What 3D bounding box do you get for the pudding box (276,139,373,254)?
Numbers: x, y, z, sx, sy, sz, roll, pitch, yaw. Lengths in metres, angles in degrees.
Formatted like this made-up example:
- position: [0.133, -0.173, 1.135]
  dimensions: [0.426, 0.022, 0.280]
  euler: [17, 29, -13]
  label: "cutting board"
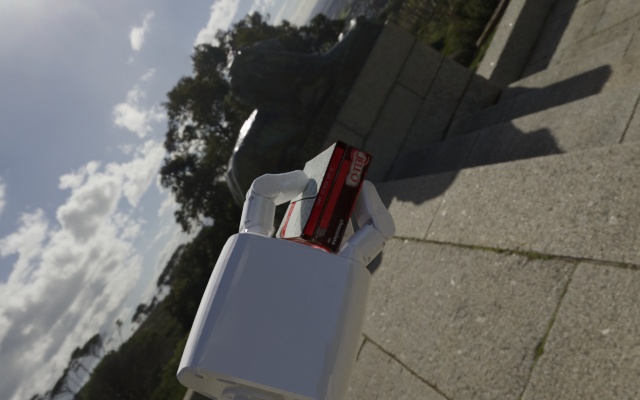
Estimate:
- position: [0.000, 0.001, 0.436]
  dimensions: [0.039, 0.090, 0.113]
  euler: [25, -11, -14]
  label: "pudding box"
